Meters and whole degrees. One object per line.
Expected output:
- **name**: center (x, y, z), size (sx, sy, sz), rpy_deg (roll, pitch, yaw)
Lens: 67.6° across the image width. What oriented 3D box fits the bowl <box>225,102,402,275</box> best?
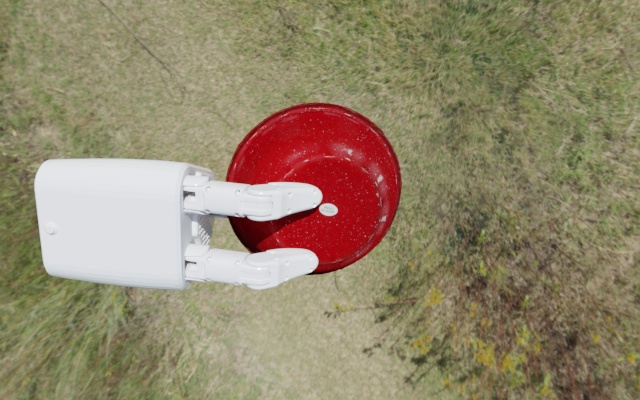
- **bowl**: center (0.001, 0.001, 0.405), size (0.162, 0.162, 0.055), rpy_deg (0, 18, -11)
